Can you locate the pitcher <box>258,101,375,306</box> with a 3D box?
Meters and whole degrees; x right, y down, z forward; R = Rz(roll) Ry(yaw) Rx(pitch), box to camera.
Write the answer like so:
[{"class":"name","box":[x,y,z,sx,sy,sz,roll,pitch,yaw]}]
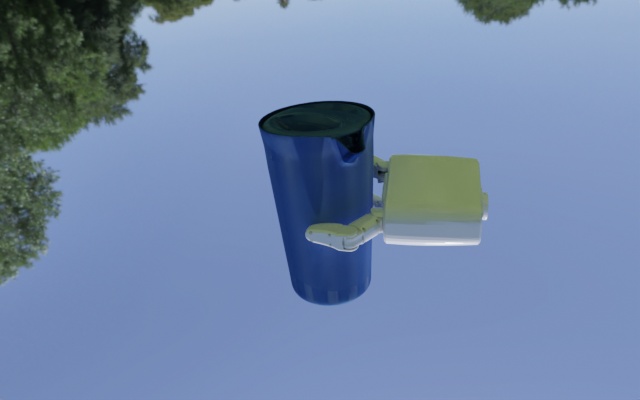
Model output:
[{"class":"pitcher","box":[0.000,0.002,0.602,0.145,0.243,0.149,2,28,13]}]
